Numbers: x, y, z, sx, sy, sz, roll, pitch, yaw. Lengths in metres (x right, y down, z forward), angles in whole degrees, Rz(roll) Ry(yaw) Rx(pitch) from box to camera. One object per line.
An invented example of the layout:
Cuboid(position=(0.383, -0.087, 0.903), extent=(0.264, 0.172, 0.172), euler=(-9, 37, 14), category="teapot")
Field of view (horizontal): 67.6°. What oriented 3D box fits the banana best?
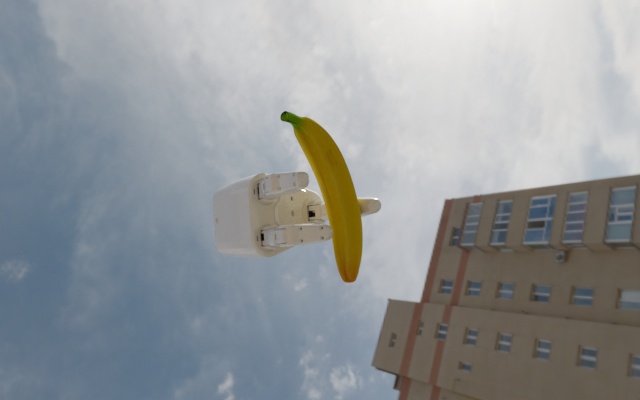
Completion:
Cuboid(position=(0.010, -0.009, 0.523), extent=(0.037, 0.198, 0.069), euler=(-10, 17, 44), category="banana")
